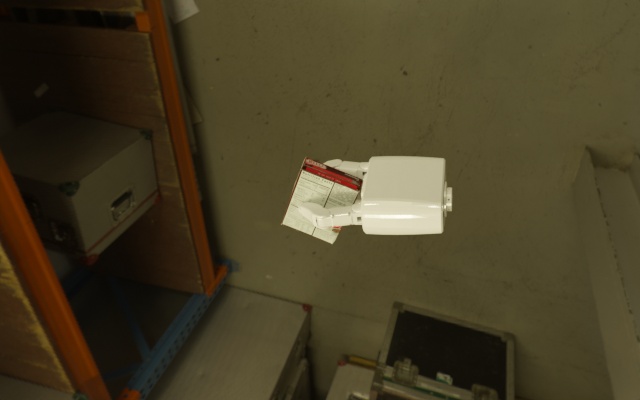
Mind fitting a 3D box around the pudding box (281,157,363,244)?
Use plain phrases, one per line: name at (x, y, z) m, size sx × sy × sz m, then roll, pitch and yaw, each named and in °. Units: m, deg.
pudding box at (0.000, 0.002, 0.703) m, size 0.090 × 0.114 × 0.039 m, roll 22°, pitch 35°, yaw -1°
